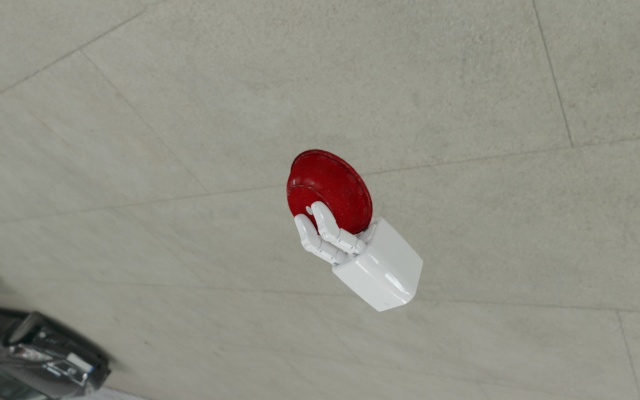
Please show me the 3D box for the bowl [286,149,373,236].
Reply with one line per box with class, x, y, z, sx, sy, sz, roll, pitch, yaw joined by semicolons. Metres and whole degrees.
bowl;-0.001;0.002;0.752;0.162;0.162;0.055;0;31;44
